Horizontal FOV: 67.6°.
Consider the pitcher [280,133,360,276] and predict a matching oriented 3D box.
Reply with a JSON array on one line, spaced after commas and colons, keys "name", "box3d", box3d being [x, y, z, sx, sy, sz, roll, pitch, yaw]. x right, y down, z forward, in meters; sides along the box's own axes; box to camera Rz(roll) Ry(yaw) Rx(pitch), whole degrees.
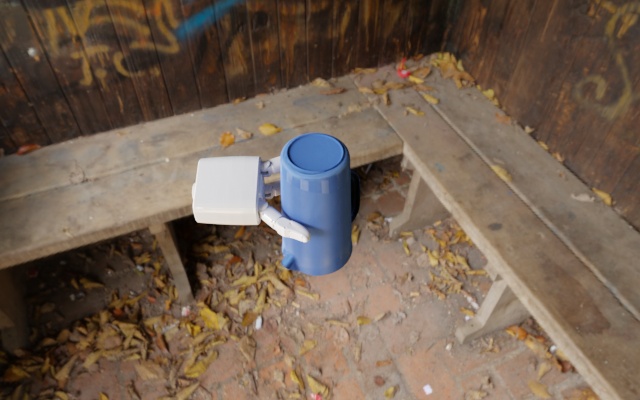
[{"name": "pitcher", "box3d": [0.000, 0.003, 0.819, 0.145, 0.149, 0.243, 2, -43, 2]}]
